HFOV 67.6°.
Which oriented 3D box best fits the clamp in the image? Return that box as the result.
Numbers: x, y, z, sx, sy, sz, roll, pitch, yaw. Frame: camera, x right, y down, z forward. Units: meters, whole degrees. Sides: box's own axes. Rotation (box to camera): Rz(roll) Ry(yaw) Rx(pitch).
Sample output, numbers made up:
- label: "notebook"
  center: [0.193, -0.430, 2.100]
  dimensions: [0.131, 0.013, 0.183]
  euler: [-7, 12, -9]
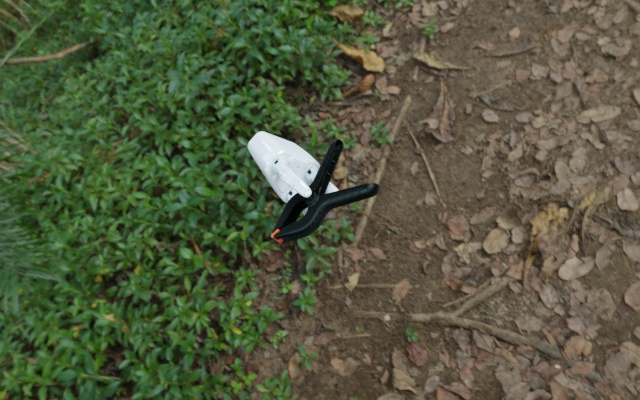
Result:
- label: "clamp"
  center: [-0.001, 0.003, 0.825]
  dimensions: [0.036, 0.210, 0.164]
  euler: [39, 5, -39]
